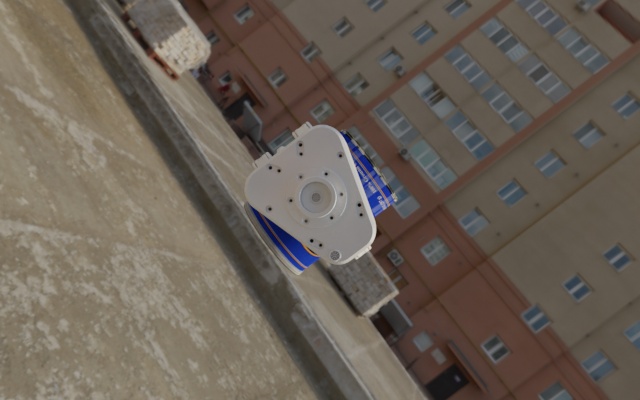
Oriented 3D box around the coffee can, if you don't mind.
[{"bbox_3d":[0.000,0.002,0.541,0.140,0.103,0.103,-37,-1,2],"label":"coffee can"}]
